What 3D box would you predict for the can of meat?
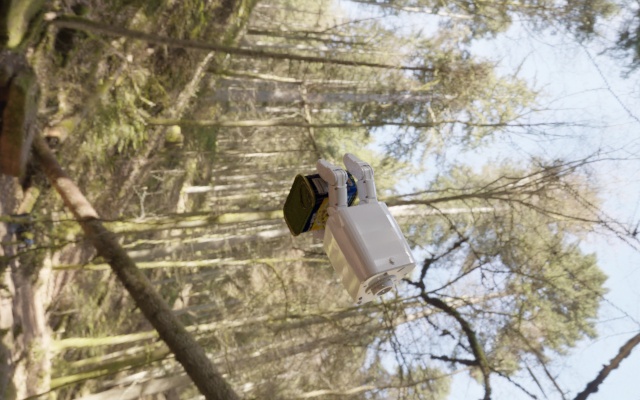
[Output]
[{"bbox_3d":[0.000,0.002,0.725,0.084,0.057,0.102,-10,-36,-30],"label":"can of meat"}]
